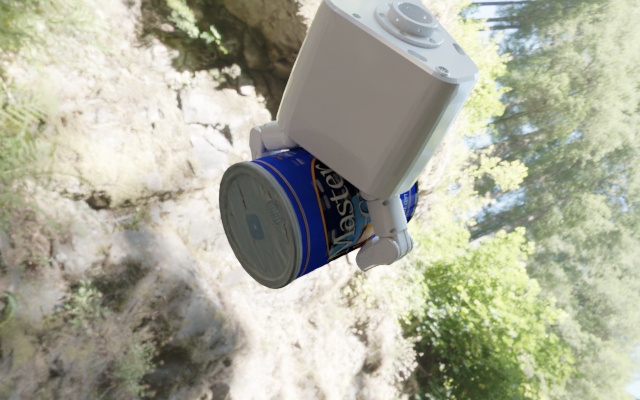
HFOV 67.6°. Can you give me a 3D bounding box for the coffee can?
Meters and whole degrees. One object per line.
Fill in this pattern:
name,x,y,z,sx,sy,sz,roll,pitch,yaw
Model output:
coffee can,0.000,0.002,0.409,0.140,0.103,0.103,-21,13,-37
